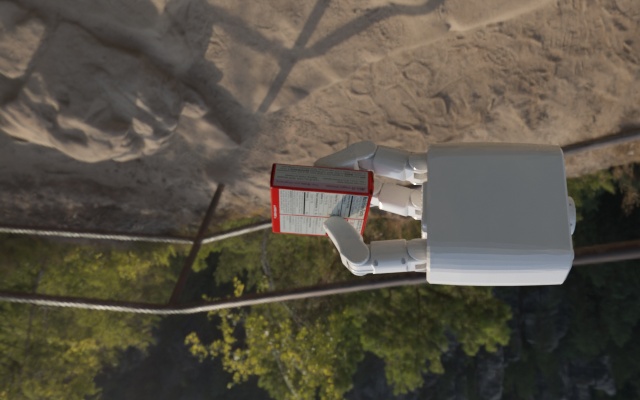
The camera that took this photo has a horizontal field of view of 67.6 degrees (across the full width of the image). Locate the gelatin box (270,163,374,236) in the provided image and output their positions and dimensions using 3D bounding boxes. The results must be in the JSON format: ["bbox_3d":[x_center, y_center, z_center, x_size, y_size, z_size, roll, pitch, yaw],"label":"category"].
[{"bbox_3d":[0.000,0.002,0.433,0.089,0.030,0.073,4,-35,-1],"label":"gelatin box"}]
